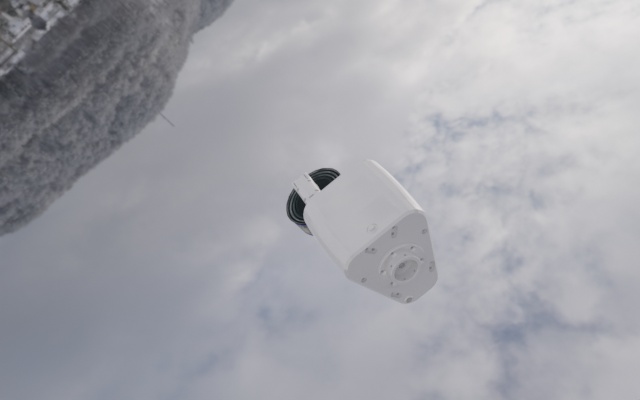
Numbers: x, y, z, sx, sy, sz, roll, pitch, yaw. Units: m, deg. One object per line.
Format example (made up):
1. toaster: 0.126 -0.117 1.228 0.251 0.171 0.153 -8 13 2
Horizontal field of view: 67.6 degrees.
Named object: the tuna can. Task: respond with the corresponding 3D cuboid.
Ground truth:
1. tuna can: 0.000 0.002 0.609 0.086 0.086 0.034 0 -34 41
